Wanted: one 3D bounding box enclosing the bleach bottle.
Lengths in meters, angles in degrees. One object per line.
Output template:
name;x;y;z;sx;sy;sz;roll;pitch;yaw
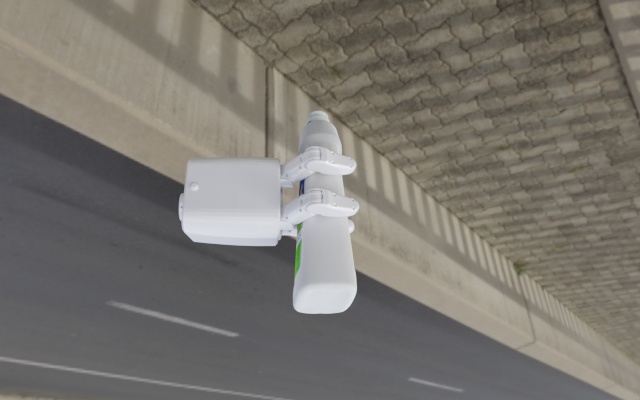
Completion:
bleach bottle;0.000;0.002;0.585;0.068;0.250;0.103;2;-30;-7
